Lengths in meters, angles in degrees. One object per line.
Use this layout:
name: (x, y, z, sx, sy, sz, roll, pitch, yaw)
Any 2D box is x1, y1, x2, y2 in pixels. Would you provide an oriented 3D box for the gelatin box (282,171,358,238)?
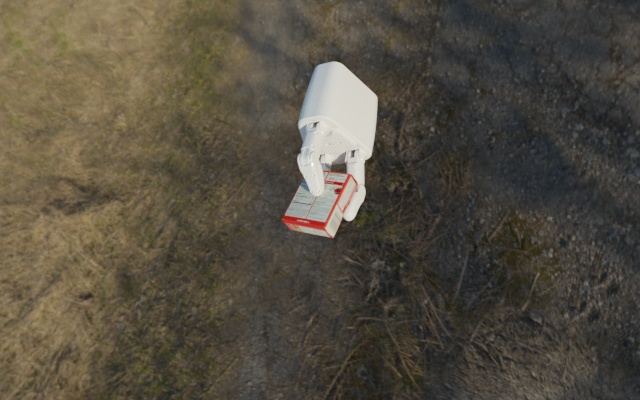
gelatin box: (0.000, 0.002, 0.644, 0.073, 0.089, 0.030, 9, -29, 35)
